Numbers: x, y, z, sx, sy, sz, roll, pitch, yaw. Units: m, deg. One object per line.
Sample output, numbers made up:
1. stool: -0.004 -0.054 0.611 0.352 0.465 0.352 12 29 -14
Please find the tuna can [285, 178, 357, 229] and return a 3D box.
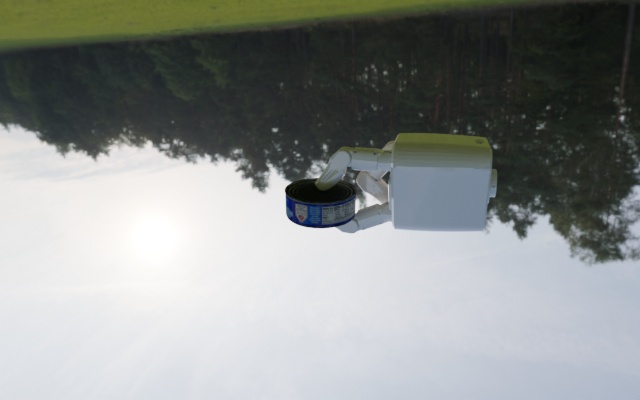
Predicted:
1. tuna can: 0.000 0.002 0.574 0.086 0.034 0.086 0 21 0
